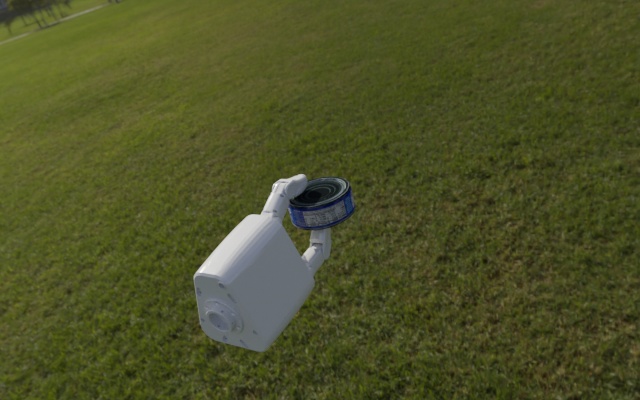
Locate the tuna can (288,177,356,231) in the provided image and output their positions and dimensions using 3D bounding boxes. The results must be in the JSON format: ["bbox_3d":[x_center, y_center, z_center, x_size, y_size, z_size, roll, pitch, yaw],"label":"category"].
[{"bbox_3d":[0.000,0.001,0.611,0.086,0.034,0.086,-12,26,6],"label":"tuna can"}]
